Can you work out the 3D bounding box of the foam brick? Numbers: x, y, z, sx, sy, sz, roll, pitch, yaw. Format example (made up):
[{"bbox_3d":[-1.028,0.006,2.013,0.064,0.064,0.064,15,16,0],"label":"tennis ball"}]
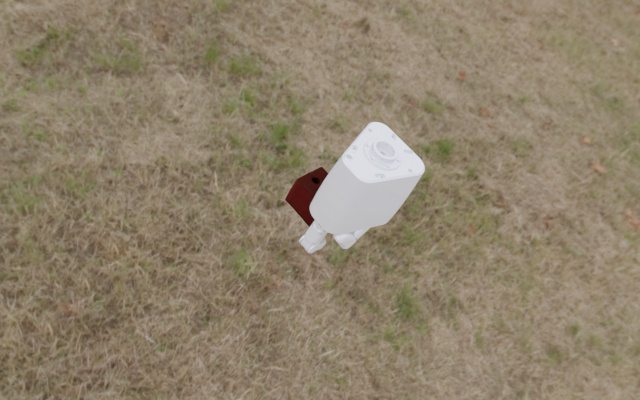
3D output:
[{"bbox_3d":[0.000,0.002,0.664,0.053,0.078,0.051,-29,-20,-39],"label":"foam brick"}]
